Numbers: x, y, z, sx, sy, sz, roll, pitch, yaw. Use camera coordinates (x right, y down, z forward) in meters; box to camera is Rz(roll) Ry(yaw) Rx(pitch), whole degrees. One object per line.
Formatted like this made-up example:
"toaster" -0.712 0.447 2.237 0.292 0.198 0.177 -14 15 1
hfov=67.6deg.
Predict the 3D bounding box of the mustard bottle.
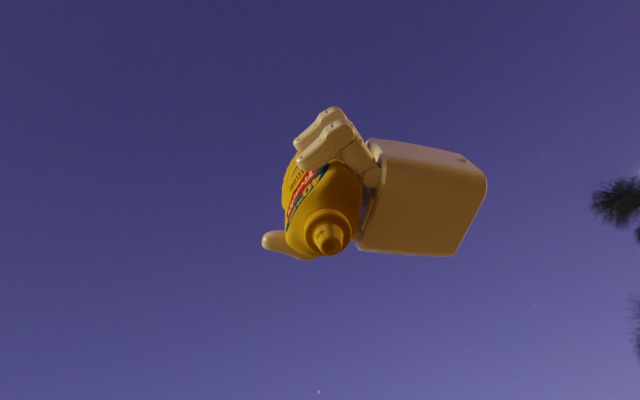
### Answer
"mustard bottle" 0.000 0.001 0.474 0.058 0.096 0.191 30 16 -17
